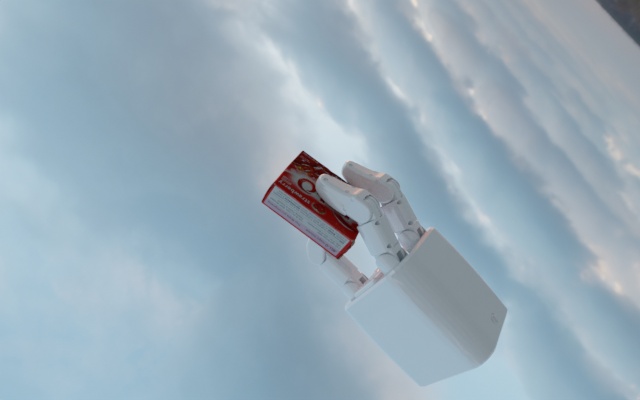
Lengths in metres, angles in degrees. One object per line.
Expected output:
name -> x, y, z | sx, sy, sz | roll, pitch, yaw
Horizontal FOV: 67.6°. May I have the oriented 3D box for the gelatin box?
gelatin box -> 0.000, 0.002, 0.444 | 0.089, 0.030, 0.073 | 36, 35, -2
